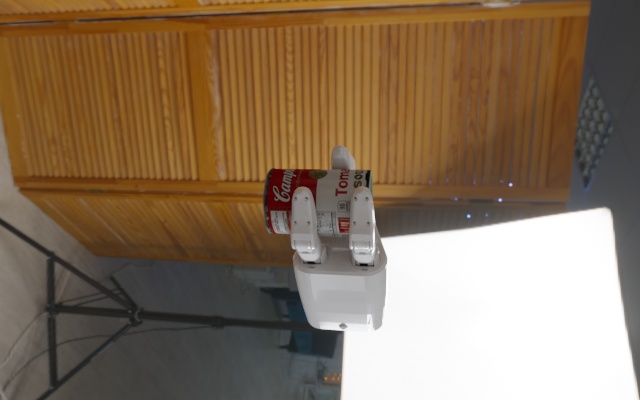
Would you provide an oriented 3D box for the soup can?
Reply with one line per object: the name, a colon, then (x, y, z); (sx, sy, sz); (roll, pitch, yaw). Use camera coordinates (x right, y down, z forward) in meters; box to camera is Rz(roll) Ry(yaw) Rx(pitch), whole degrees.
soup can: (0.000, 0.001, 0.484); (0.102, 0.068, 0.068); (1, 0, 10)
